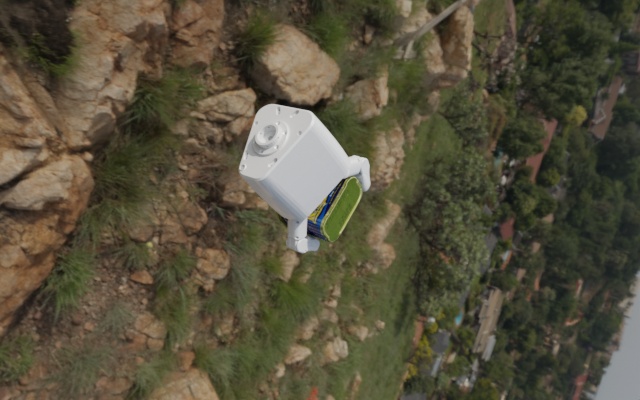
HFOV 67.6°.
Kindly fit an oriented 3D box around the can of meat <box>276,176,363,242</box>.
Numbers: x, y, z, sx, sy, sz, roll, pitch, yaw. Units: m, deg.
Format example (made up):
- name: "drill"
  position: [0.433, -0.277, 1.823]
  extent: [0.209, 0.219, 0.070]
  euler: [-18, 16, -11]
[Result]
- name: "can of meat"
  position: [0.000, 0.002, 0.685]
  extent: [0.084, 0.102, 0.057]
  euler: [18, -20, 35]
